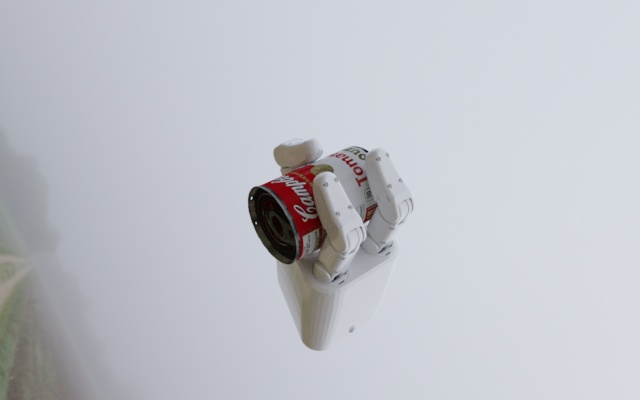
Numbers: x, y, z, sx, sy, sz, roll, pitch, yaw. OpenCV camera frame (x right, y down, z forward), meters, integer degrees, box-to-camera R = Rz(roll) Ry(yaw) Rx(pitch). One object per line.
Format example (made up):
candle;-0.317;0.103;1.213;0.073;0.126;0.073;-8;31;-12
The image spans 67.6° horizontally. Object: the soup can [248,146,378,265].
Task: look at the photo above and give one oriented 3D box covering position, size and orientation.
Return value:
soup can;0.000;0.001;0.402;0.102;0.068;0.068;-26;14;-30
